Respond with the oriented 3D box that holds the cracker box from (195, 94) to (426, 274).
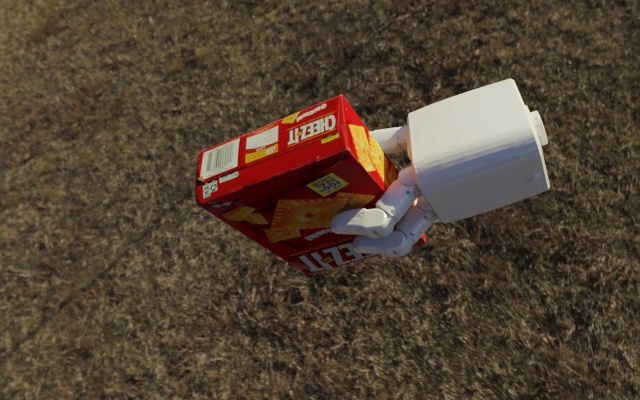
[{"bbox_3d":[0.000,0.001,0.509,0.164,0.072,0.214,-18,-34,23],"label":"cracker box"}]
